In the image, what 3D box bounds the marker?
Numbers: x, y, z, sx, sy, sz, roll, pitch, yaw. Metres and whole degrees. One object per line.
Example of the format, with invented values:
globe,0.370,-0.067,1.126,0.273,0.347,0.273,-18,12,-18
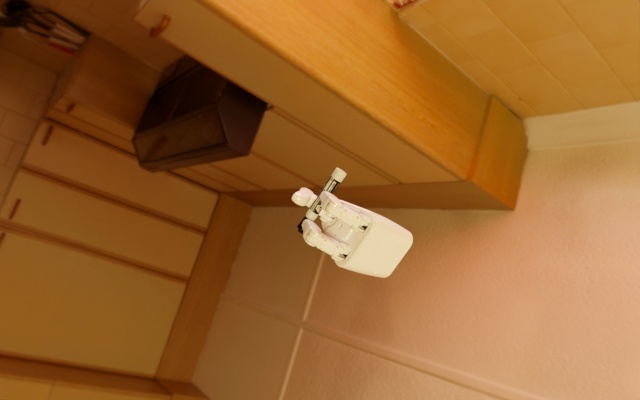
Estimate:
marker,0.000,0.002,0.757,0.020,0.121,0.020,32,14,-9
